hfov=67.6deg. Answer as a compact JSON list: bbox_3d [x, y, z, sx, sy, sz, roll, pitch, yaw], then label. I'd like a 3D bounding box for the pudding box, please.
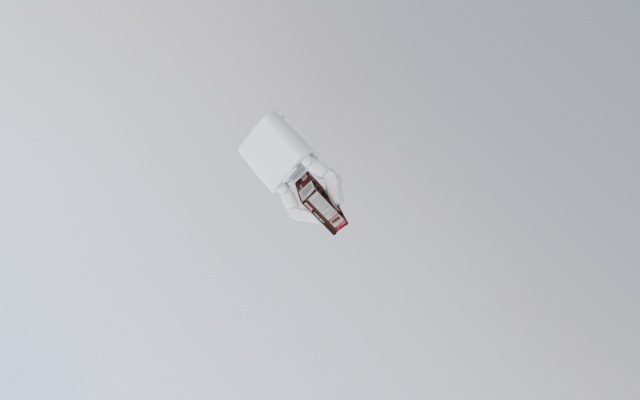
[{"bbox_3d":[0.000,0.003,0.857,0.039,0.090,0.113,-42,20,9],"label":"pudding box"}]
